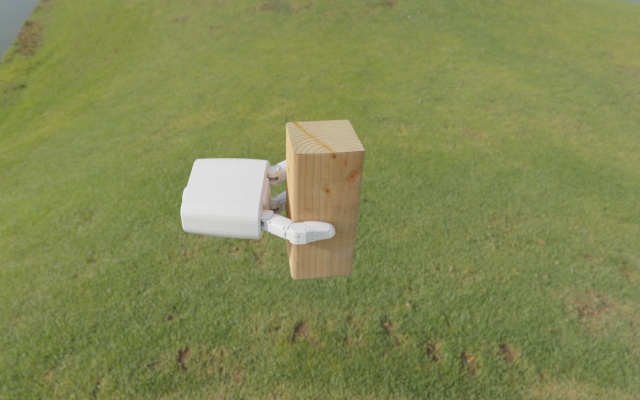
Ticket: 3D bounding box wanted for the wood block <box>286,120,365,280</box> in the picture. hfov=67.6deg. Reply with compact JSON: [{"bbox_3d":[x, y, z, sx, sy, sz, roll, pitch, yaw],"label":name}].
[{"bbox_3d":[0.000,0.002,0.668,0.090,0.206,0.090,-4,35,-9],"label":"wood block"}]
